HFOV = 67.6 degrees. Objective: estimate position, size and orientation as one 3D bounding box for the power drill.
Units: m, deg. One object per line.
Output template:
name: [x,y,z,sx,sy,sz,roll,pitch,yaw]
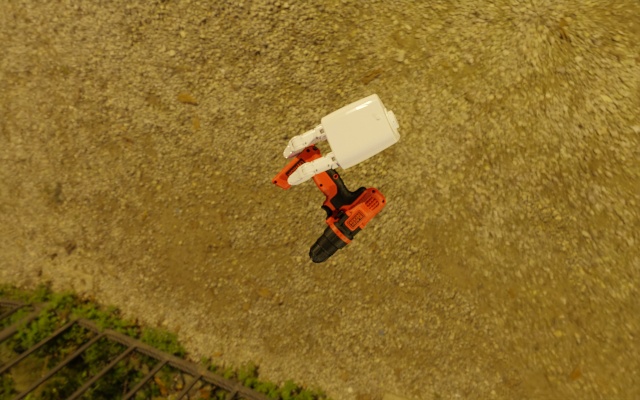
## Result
power drill: [0.000,0.002,0.897,0.187,0.184,0.057,44,6,-7]
